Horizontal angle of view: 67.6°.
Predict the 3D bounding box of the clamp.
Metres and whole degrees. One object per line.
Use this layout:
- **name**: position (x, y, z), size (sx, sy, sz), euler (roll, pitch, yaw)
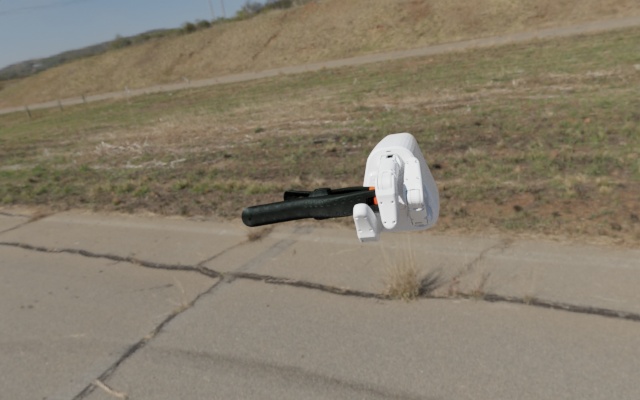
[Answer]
- **clamp**: position (0.000, 0.001, 0.596), size (0.171, 0.039, 0.120), euler (-4, 17, 16)
